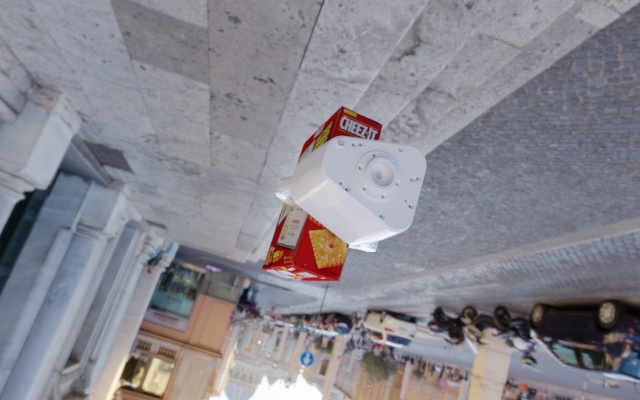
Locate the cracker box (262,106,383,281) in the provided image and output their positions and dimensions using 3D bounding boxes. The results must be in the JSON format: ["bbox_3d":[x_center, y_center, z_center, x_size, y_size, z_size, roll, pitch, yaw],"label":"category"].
[{"bbox_3d":[0.000,0.002,0.656,0.072,0.213,0.164,22,-16,-15],"label":"cracker box"}]
